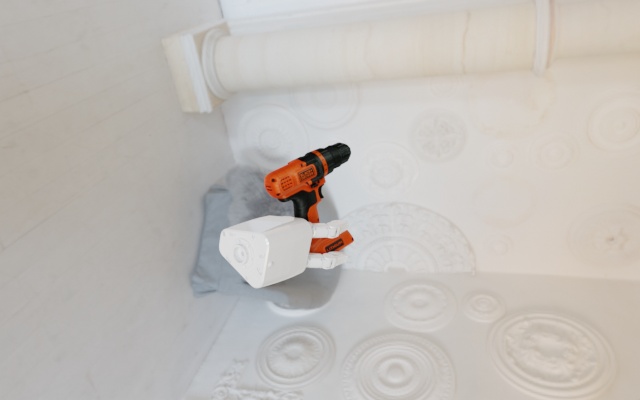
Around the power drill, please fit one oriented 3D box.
[{"bbox_3d":[0.000,0.003,0.868,0.184,0.188,0.057,-27,20,-29],"label":"power drill"}]
